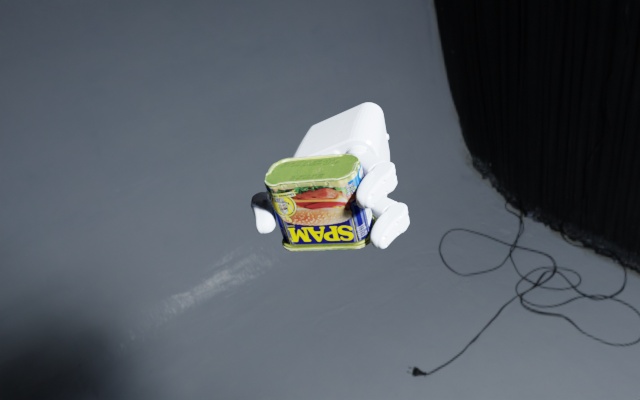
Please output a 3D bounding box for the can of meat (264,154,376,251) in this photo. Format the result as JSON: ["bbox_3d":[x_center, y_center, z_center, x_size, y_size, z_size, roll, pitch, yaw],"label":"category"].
[{"bbox_3d":[0.000,0.001,0.493,0.102,0.084,0.057,-4,34,18],"label":"can of meat"}]
